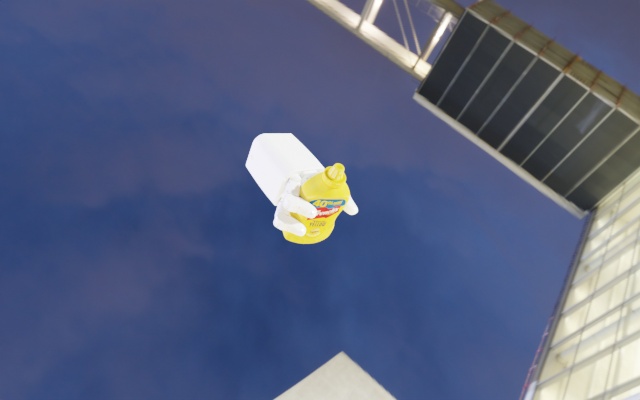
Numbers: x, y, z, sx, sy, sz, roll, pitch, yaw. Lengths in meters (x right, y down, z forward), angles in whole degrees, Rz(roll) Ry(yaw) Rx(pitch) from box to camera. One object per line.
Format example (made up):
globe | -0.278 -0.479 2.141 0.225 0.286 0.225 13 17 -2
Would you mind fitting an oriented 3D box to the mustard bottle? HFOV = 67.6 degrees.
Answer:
mustard bottle | 0.000 0.003 0.866 0.096 0.058 0.192 1 -39 -24
